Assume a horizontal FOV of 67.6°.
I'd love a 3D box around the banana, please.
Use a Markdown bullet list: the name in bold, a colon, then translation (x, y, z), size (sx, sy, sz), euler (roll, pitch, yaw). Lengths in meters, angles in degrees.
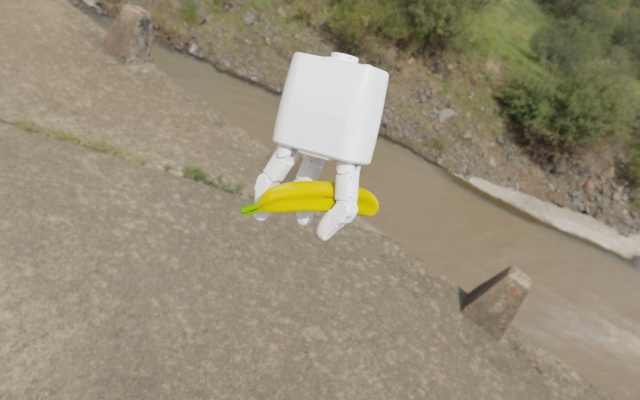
- **banana**: translation (0.007, -0.001, 0.585), size (0.198, 0.037, 0.069), euler (2, -10, -32)
